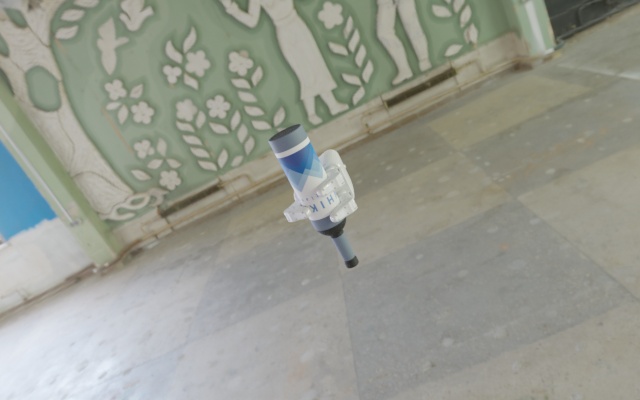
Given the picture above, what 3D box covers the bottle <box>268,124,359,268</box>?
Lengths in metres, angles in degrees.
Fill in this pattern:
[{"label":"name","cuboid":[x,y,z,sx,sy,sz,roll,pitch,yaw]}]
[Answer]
[{"label":"bottle","cuboid":[0.000,0.003,0.895,0.069,0.296,0.069,-24,20,9]}]
